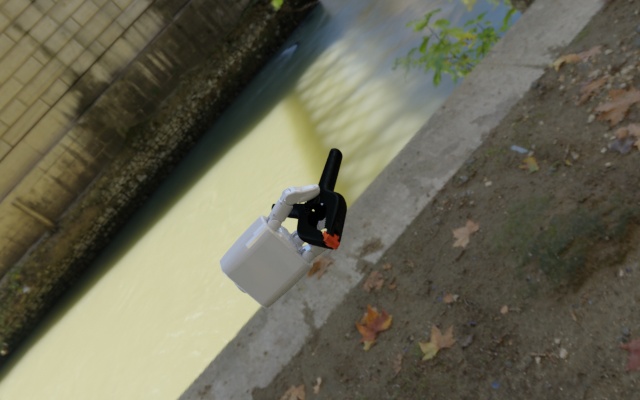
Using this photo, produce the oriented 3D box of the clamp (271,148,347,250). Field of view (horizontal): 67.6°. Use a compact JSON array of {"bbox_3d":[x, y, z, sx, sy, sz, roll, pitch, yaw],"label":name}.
[{"bbox_3d":[0.000,0.002,0.774,0.036,0.164,0.210,39,7,-30],"label":"clamp"}]
